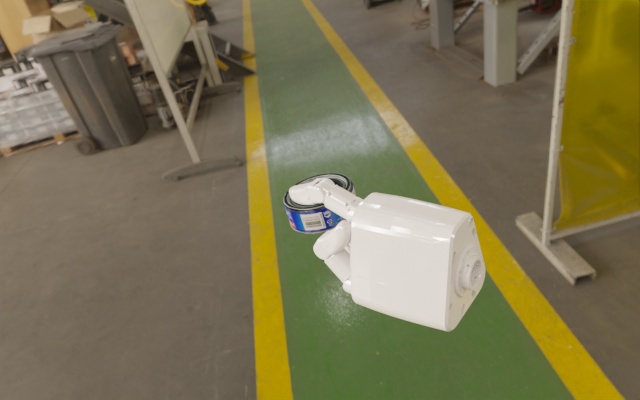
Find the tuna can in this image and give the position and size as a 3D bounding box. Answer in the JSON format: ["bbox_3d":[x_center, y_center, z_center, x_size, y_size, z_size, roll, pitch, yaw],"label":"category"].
[{"bbox_3d":[0.000,0.001,0.563,0.086,0.034,0.086,-14,28,7],"label":"tuna can"}]
